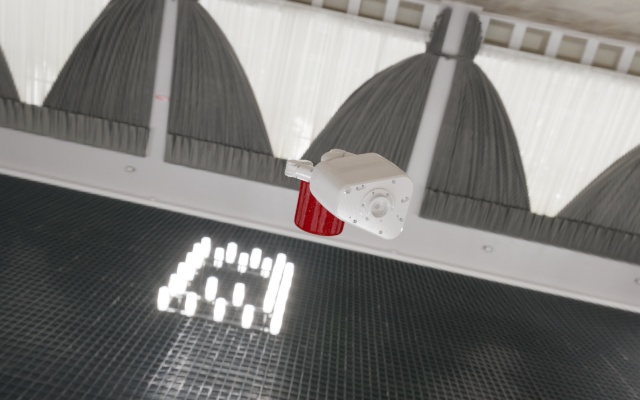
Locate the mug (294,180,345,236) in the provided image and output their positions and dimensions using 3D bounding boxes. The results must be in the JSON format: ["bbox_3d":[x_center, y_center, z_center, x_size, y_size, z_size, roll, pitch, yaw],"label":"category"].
[{"bbox_3d":[0.000,0.002,0.773,0.093,0.081,0.117,6,16,-20],"label":"mug"}]
